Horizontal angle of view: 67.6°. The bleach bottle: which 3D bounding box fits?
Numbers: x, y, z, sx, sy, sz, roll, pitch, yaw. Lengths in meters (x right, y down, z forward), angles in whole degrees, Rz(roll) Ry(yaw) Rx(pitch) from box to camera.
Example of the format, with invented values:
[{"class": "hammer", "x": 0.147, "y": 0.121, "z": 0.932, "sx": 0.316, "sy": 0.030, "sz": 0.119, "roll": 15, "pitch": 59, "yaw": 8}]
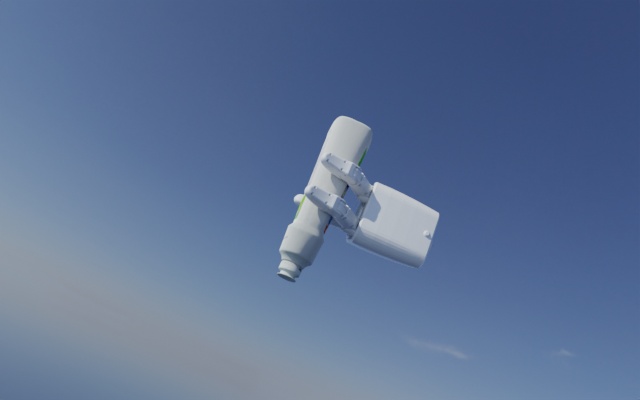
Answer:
[{"class": "bleach bottle", "x": 0.000, "y": 0.002, "z": 0.702, "sx": 0.068, "sy": 0.250, "sz": 0.103, "roll": 24, "pitch": -22, "yaw": 1}]
